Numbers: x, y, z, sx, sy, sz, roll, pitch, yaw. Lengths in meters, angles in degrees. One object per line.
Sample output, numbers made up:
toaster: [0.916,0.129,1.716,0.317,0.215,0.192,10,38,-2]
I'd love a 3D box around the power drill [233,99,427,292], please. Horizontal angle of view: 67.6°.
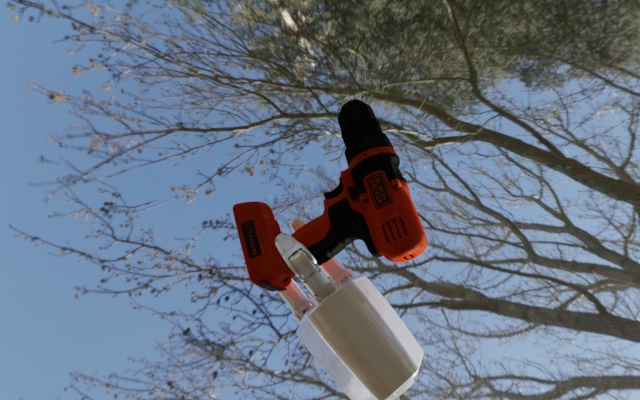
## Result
power drill: [0.000,0.002,0.506,0.188,0.184,0.057,-26,-26,18]
